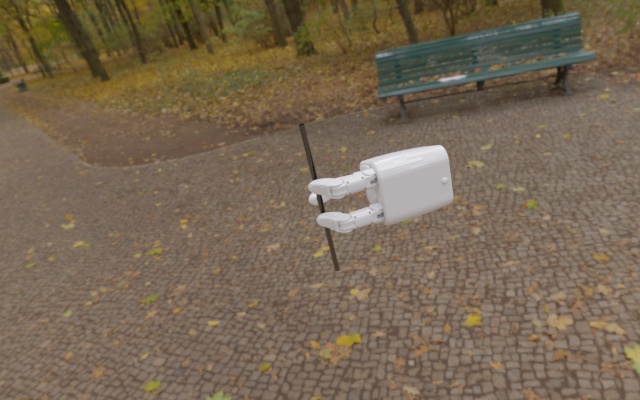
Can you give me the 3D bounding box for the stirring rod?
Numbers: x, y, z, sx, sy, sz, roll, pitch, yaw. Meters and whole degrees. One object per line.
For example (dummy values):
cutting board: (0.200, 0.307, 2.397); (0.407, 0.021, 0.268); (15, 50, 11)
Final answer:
stirring rod: (0.000, 0.002, 0.707); (0.011, 0.240, 0.011); (-12, 23, 5)
